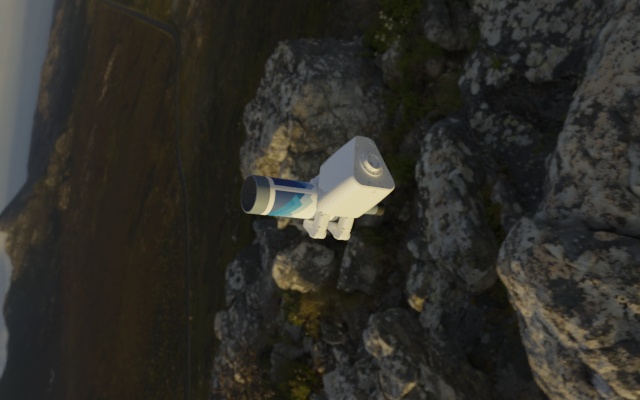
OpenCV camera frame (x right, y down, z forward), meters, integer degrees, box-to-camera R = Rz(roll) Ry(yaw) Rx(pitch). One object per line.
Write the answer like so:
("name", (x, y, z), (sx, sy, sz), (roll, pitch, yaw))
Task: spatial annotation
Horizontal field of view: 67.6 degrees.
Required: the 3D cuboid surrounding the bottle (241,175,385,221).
("bottle", (0.000, 0.003, 0.895), (0.296, 0.069, 0.069), (7, -4, -33))
